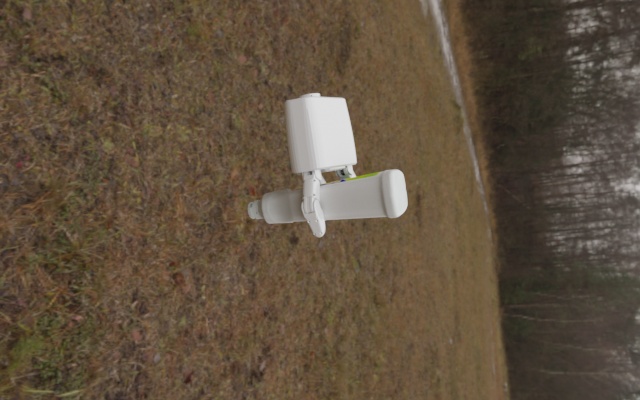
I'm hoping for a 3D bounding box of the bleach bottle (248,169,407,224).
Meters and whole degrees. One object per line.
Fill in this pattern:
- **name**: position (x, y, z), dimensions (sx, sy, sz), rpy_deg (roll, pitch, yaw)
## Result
- **bleach bottle**: position (0.000, 0.002, 0.734), dimensions (0.251, 0.068, 0.102), rpy_deg (-7, 4, 21)
